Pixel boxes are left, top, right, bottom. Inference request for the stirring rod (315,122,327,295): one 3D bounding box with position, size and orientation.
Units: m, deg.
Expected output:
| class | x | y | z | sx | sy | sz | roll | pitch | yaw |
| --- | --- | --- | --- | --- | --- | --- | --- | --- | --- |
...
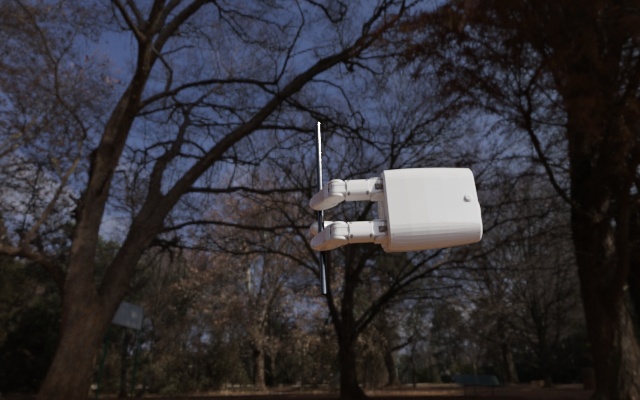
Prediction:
| class | x | y | z | sx | sy | sz | roll | pitch | yaw |
| --- | --- | --- | --- | --- | --- | --- | --- | --- | --- |
| stirring rod | 0.000 | 0.002 | 0.616 | 0.011 | 0.239 | 0.011 | -2 | -25 | -1 |
